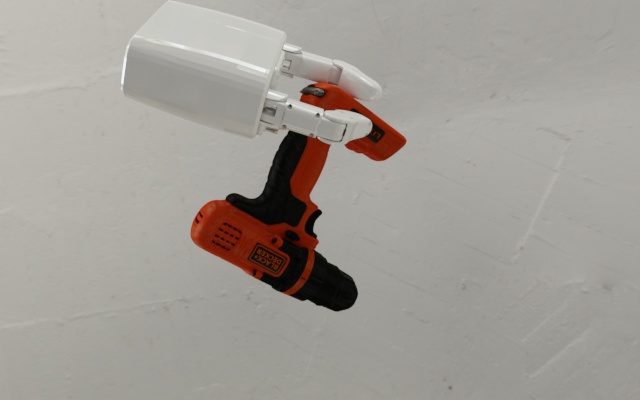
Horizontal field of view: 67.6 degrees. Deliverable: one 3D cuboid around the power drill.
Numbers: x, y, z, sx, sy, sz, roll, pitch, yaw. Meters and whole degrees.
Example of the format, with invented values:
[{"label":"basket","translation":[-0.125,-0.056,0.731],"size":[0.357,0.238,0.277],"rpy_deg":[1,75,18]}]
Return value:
[{"label":"power drill","translation":[0.000,0.001,0.450],"size":[0.184,0.187,0.057],"rpy_deg":[32,-1,-29]}]
